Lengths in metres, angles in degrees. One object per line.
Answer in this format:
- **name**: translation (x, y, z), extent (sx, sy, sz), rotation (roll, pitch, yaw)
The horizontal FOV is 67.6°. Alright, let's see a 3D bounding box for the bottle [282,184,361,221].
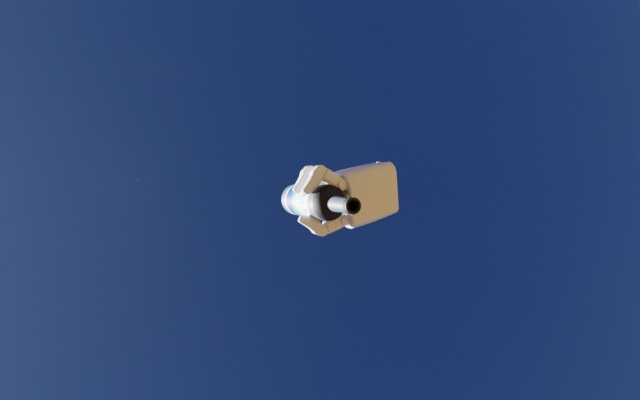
- **bottle**: translation (0.000, 0.003, 0.897), extent (0.069, 0.069, 0.295), rotation (0, 2, -21)
